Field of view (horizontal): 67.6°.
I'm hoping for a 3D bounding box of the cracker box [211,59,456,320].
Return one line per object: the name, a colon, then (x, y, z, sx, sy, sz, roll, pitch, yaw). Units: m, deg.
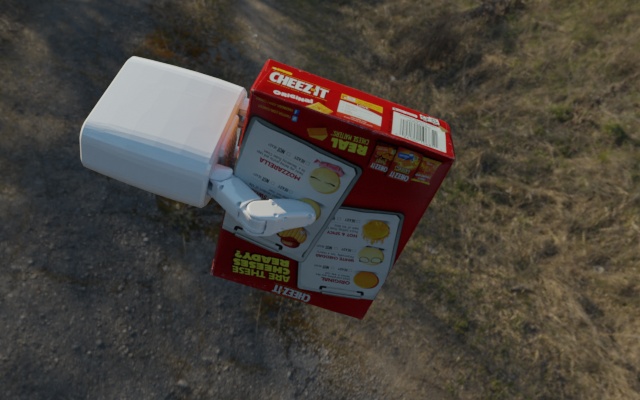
cracker box: (0.000, 0.001, 0.441, 0.164, 0.214, 0.072, 18, 39, -4)
